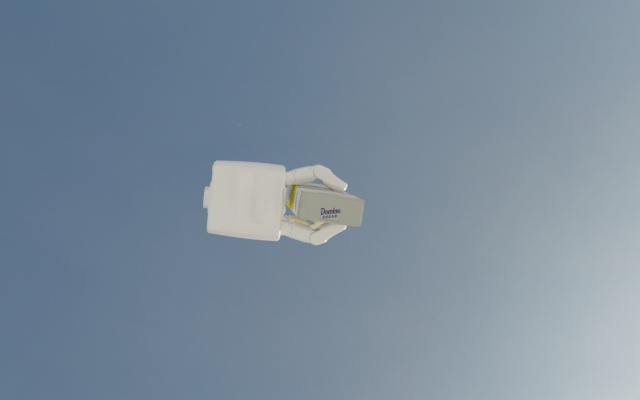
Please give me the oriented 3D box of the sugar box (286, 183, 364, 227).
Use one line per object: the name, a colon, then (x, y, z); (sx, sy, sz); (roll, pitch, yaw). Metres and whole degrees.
sugar box: (0.000, 0.003, 0.741); (0.093, 0.048, 0.176); (8, 7, -10)
